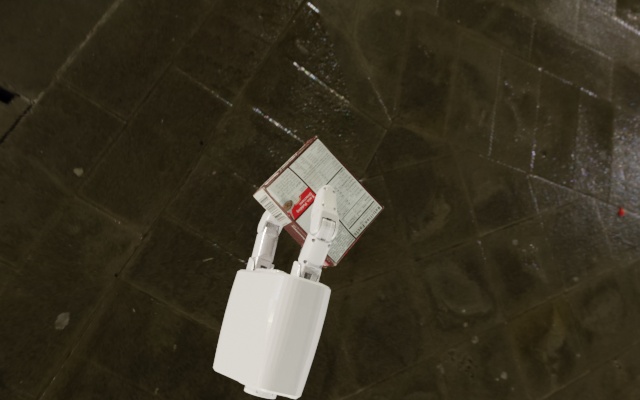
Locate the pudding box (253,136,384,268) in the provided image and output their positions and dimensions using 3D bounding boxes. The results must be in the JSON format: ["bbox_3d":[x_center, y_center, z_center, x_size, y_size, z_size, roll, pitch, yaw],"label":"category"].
[{"bbox_3d":[0.000,0.002,0.513,0.090,0.113,0.039,-47,9,-24],"label":"pudding box"}]
